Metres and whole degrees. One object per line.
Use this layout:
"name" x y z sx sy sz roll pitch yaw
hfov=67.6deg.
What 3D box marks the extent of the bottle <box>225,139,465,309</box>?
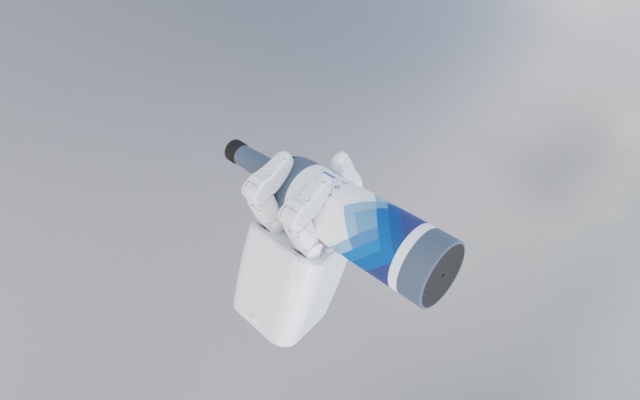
"bottle" 0.000 0.002 0.486 0.295 0.069 0.069 31 19 35
